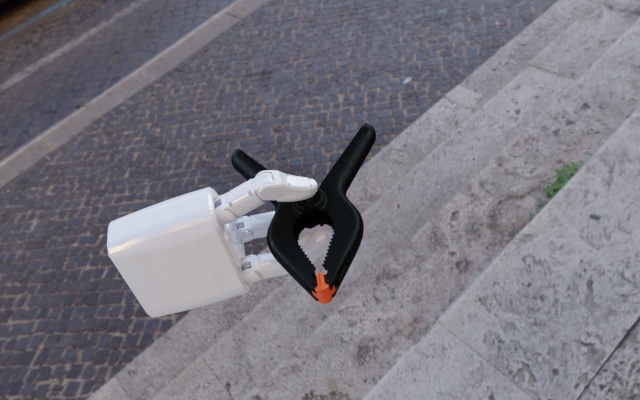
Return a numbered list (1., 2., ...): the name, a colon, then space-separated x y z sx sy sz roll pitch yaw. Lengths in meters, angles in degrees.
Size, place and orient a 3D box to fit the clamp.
1. clamp: 0.000 0.002 0.484 0.164 0.209 0.036 -17 -40 -1
